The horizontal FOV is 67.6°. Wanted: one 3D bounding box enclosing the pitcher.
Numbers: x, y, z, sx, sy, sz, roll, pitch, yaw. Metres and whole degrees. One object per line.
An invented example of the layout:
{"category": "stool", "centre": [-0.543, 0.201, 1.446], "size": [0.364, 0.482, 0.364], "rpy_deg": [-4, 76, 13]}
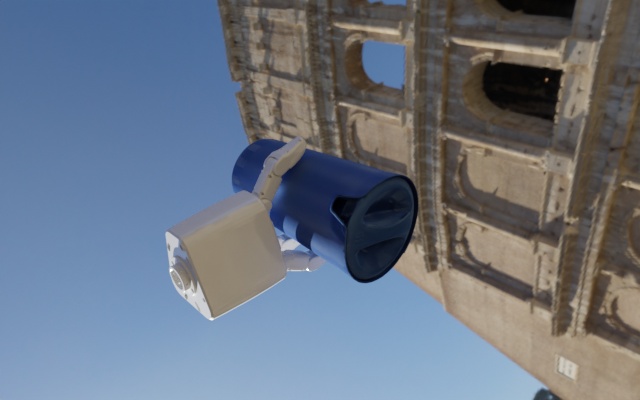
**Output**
{"category": "pitcher", "centre": [0.000, 0.002, 0.629], "size": [0.145, 0.149, 0.242], "rpy_deg": [-31, 39, -34]}
